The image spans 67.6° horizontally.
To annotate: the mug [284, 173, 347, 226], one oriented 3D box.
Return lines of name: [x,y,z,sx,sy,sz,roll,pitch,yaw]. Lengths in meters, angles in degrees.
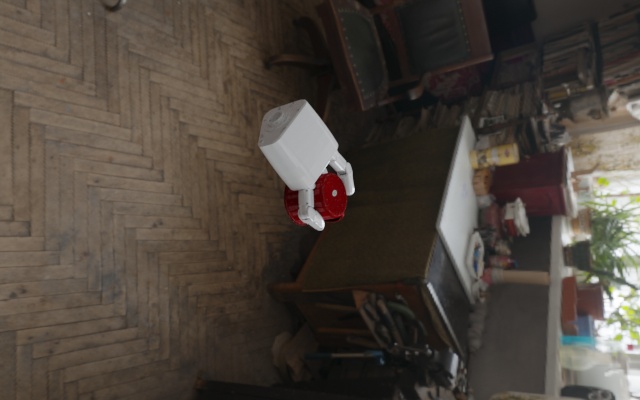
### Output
mug: [0.001,0.004,0.869,0.081,0.093,0.117,-9,-45,35]
